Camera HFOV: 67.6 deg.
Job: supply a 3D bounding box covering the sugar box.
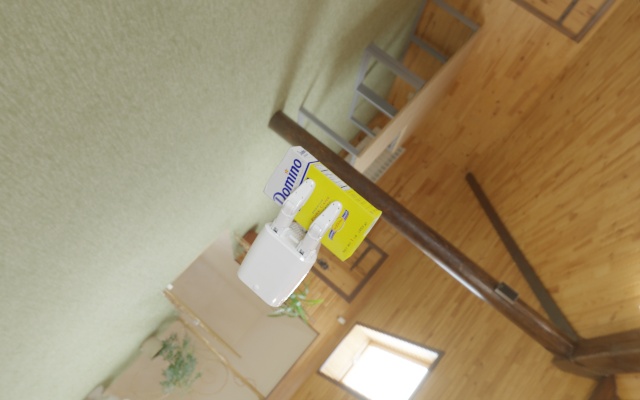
[{"bbox_3d":[0.000,0.003,0.754,0.176,0.093,0.048,38,21,11],"label":"sugar box"}]
